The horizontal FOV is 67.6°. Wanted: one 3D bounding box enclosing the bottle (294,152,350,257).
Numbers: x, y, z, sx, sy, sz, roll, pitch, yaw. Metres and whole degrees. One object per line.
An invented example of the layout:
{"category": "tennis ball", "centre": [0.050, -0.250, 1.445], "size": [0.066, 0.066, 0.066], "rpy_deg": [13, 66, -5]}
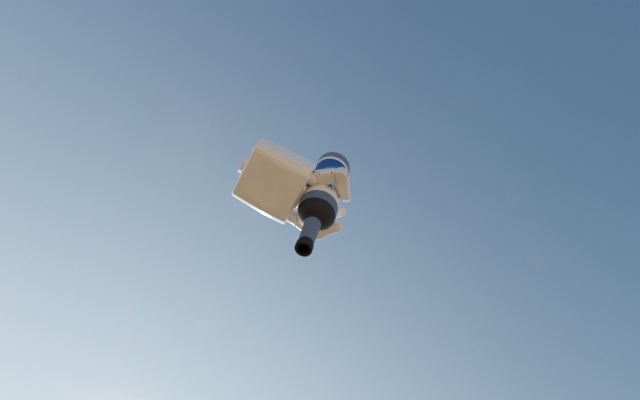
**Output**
{"category": "bottle", "centre": [0.000, 0.003, 0.827], "size": [0.069, 0.069, 0.295], "rpy_deg": [0, 28, 11]}
